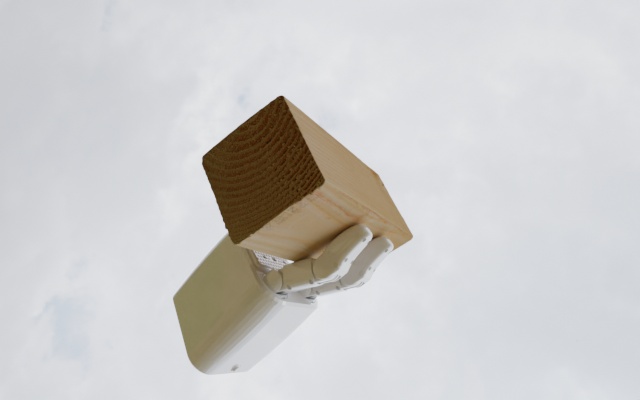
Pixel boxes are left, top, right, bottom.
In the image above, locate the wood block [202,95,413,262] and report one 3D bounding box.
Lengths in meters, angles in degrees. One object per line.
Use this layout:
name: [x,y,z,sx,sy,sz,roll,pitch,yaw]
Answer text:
wood block: [0.000,0.001,0.448,0.090,0.090,0.206,-35,-28,15]
